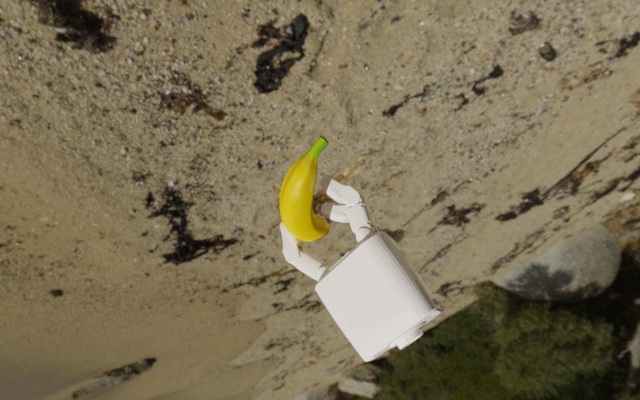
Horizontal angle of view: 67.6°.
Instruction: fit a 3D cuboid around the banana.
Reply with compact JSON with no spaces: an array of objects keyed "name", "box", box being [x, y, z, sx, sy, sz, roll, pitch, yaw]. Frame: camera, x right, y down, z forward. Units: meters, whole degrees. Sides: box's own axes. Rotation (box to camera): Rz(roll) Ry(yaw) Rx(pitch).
[{"name":"banana","box":[-0.015,0.009,0.558,0.069,0.037,0.198,-30,-26,-17]}]
